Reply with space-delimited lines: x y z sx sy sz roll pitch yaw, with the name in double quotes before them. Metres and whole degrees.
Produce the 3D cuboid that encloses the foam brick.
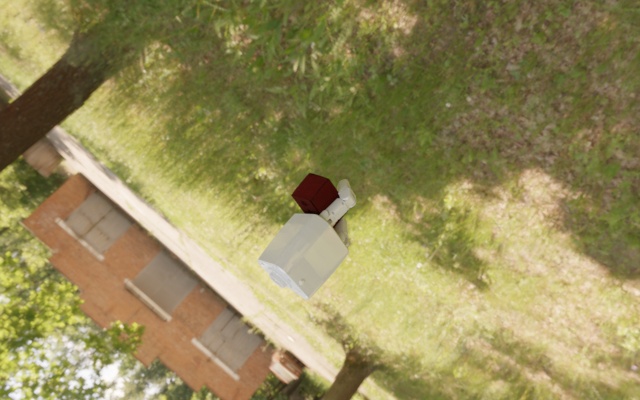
"foam brick" 0.000 0.002 0.787 0.053 0.051 0.078 18 -29 50
